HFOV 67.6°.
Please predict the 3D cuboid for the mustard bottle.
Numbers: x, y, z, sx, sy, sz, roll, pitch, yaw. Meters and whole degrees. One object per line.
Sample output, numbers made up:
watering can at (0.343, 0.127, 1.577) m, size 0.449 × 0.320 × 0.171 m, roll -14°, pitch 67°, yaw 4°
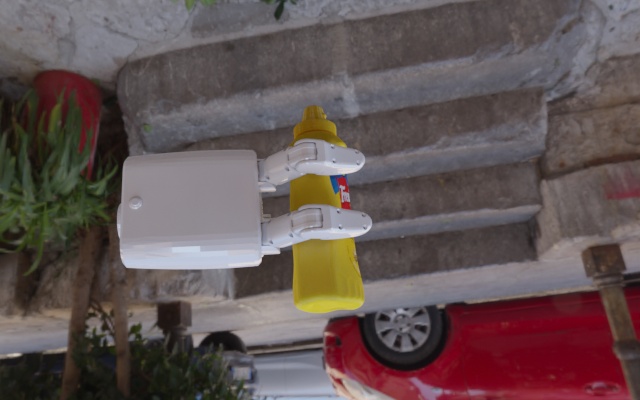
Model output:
mustard bottle at (0.000, 0.002, 0.435) m, size 0.058 × 0.191 × 0.096 m, roll -10°, pitch -19°, yaw 12°
